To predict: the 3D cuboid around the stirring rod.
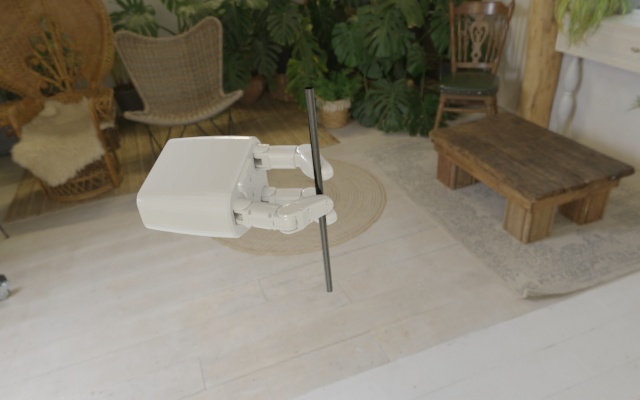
[{"bbox_3d":[0.000,0.002,0.490,0.011,0.240,0.011,-4,32,3],"label":"stirring rod"}]
